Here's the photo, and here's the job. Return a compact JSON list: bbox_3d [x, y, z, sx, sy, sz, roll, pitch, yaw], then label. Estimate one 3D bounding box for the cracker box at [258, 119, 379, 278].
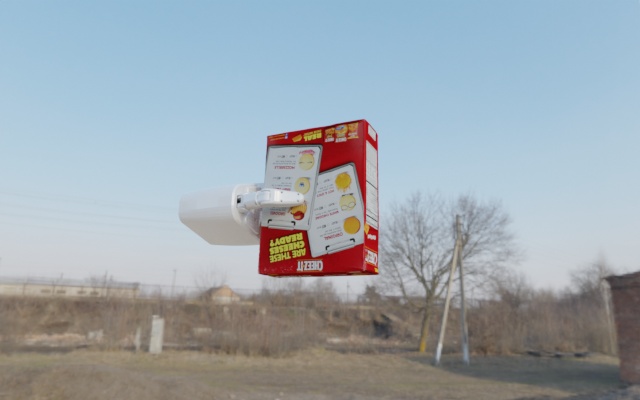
[{"bbox_3d":[0.000,0.002,0.695,0.164,0.213,0.072,-6,-16,26],"label":"cracker box"}]
